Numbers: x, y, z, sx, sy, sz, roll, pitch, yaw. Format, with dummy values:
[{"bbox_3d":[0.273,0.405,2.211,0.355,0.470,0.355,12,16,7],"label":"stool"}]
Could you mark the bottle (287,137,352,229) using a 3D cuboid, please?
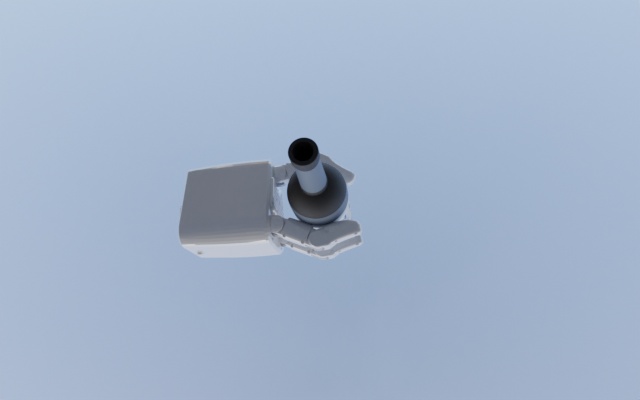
[{"bbox_3d":[0.000,0.002,0.556,0.069,0.069,0.296,0,-18,6],"label":"bottle"}]
